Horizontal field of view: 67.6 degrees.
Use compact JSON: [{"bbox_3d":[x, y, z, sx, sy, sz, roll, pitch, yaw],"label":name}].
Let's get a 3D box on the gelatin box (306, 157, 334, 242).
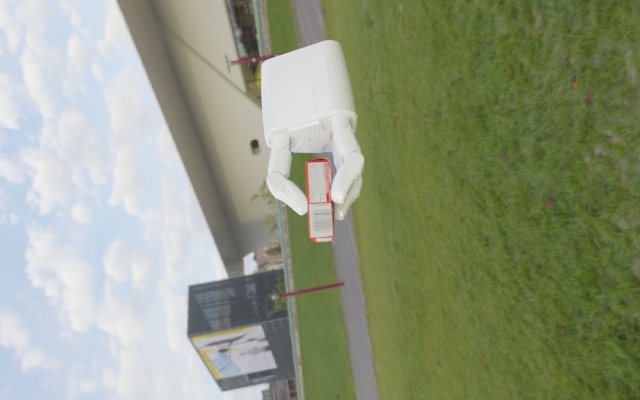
[{"bbox_3d":[0.000,0.002,0.555,0.030,0.089,0.073,-3,-8,0],"label":"gelatin box"}]
